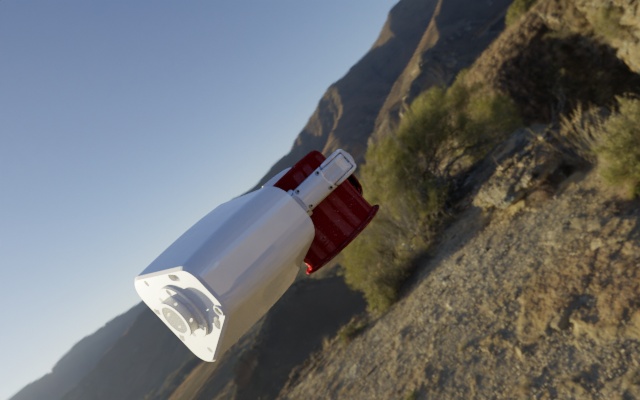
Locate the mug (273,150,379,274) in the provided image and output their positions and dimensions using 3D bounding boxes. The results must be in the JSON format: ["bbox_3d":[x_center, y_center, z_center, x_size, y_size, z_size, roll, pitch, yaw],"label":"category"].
[{"bbox_3d":[0.001,0.001,0.457,0.117,0.081,0.093,-45,3,-42],"label":"mug"}]
